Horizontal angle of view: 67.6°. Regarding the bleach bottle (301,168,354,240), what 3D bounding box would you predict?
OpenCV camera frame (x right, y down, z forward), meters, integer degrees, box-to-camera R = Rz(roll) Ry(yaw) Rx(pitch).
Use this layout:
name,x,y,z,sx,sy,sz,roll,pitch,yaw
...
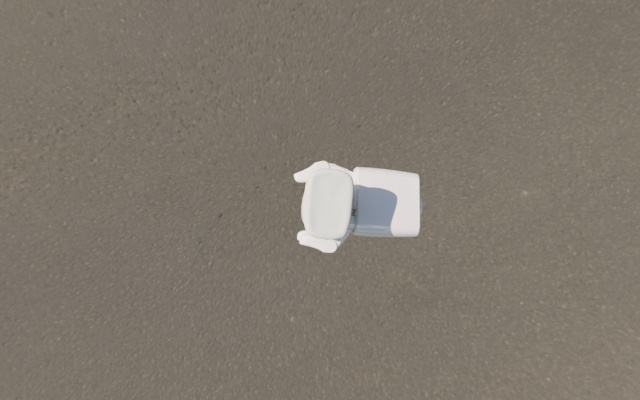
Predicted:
name,x,y,z,sx,sy,sz,roll,pitch,yaw
bleach bottle,0.000,0.003,0.779,0.068,0.102,0.251,5,2,-5
